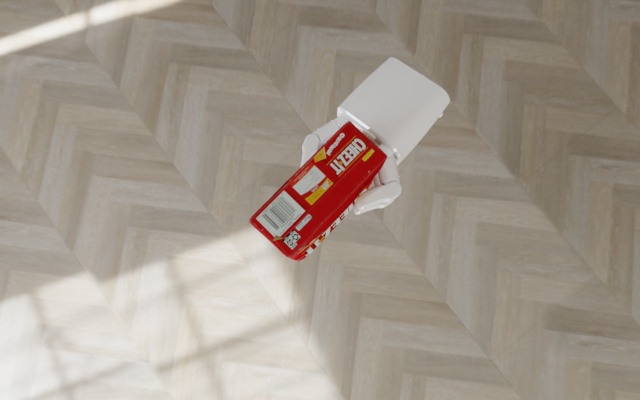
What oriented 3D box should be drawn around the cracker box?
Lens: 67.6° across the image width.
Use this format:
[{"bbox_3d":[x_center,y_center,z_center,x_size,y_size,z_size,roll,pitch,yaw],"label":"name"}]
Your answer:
[{"bbox_3d":[0.000,0.002,0.635,0.072,0.164,0.214,44,-6,6],"label":"cracker box"}]
